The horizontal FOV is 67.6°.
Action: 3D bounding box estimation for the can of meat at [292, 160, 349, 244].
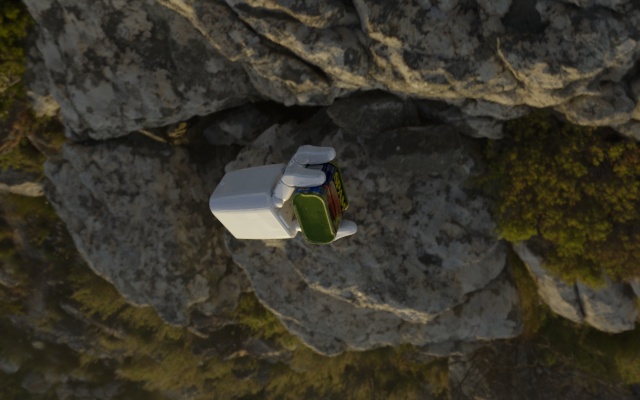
[{"bbox_3d":[0.000,0.003,0.714,0.057,0.102,0.084,-1,38,20],"label":"can of meat"}]
